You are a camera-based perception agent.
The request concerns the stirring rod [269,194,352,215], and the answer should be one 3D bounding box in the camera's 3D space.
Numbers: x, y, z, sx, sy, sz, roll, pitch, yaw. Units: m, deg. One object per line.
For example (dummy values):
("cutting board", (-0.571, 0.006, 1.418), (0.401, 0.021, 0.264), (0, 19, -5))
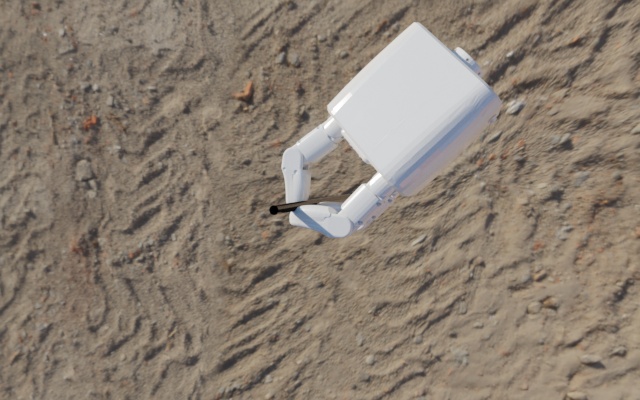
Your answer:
("stirring rod", (0.000, 0.002, 0.495), (0.011, 0.011, 0.239), (0, 3, 18))
